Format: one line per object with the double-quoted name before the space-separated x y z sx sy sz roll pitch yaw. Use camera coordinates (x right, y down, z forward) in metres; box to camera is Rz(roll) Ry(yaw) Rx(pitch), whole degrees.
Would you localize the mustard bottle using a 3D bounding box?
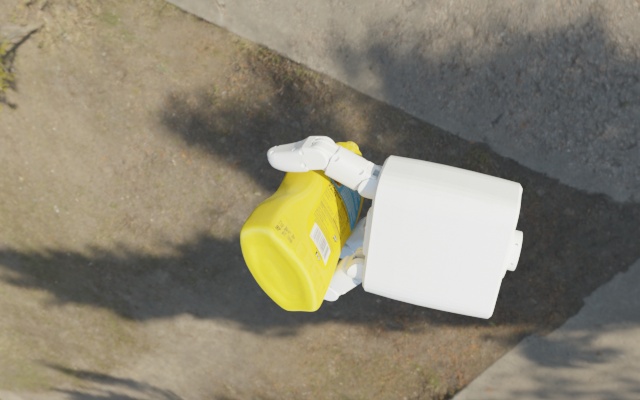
"mustard bottle" 0.000 0.002 0.444 0.058 0.096 0.191 -8 34 31
